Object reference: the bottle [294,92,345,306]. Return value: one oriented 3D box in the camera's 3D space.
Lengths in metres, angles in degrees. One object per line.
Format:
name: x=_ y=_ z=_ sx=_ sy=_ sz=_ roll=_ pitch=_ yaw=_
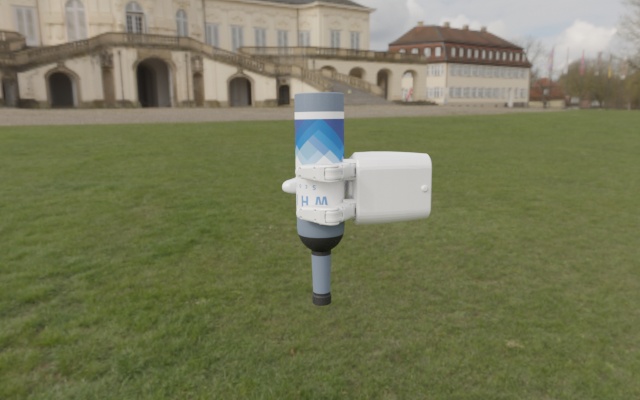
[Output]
bottle: x=0.000 y=0.002 z=0.664 sx=0.069 sy=0.296 sz=0.069 roll=-1 pitch=10 yaw=0
